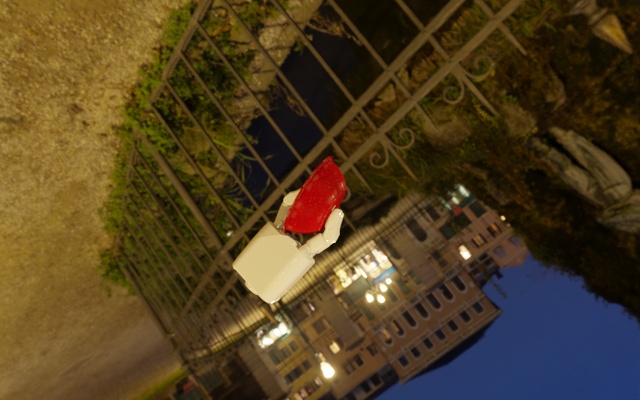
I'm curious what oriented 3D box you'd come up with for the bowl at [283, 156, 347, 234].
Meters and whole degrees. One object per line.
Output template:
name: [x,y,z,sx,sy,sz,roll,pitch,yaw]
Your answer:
bowl: [0.001,0.002,0.857,0.055,0.162,0.162,31,6,9]
